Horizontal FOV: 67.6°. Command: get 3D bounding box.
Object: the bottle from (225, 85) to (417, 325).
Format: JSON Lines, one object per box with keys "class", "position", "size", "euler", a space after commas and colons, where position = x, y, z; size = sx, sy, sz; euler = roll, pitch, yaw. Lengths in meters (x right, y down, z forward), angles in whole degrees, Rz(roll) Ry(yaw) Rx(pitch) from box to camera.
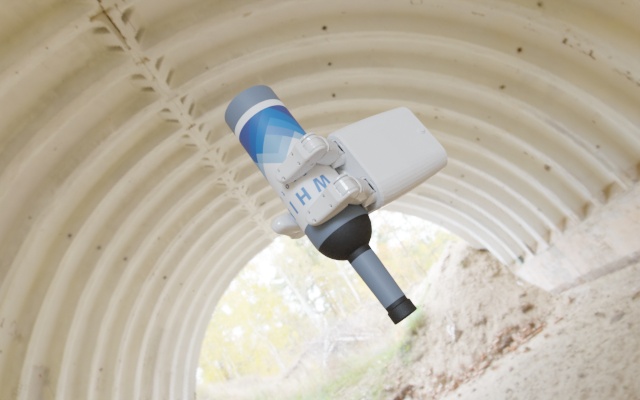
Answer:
{"class": "bottle", "position": [0.000, 0.002, 0.510], "size": [0.069, 0.295, 0.069], "euler": [-32, -19, -13]}
